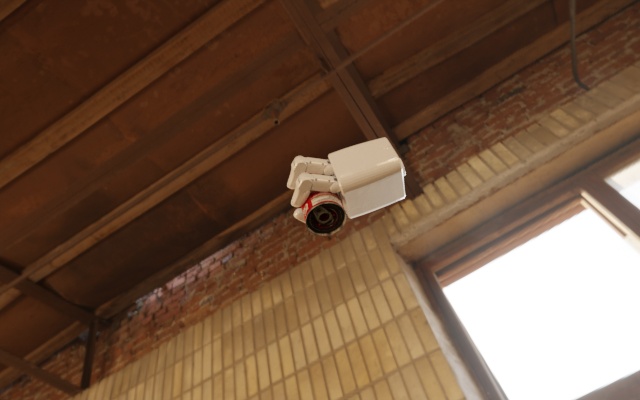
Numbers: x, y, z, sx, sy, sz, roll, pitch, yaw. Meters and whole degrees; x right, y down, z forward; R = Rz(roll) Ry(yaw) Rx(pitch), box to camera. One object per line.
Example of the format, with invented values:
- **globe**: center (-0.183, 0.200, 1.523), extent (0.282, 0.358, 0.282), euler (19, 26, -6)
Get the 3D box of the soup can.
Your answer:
- **soup can**: center (0.000, 0.003, 0.806), extent (0.068, 0.068, 0.102), euler (0, 35, -13)
